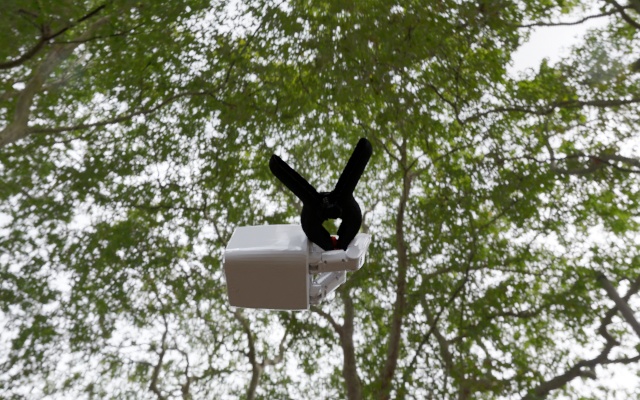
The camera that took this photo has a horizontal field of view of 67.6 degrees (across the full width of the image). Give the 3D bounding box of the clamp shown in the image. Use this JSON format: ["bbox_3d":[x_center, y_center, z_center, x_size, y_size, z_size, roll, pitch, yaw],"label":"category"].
[{"bbox_3d":[0.000,0.002,0.593,0.120,0.172,0.039,0,34,0],"label":"clamp"}]
